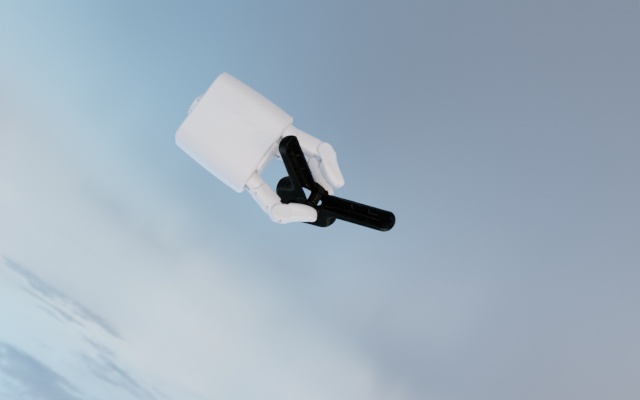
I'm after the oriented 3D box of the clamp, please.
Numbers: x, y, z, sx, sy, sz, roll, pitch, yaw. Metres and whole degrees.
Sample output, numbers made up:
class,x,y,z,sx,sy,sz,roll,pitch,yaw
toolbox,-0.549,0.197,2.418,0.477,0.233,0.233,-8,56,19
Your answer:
class,x,y,z,sx,sy,sz,roll,pitch,yaw
clamp,-0.001,0.003,0.629,0.164,0.036,0.210,36,-20,-3
